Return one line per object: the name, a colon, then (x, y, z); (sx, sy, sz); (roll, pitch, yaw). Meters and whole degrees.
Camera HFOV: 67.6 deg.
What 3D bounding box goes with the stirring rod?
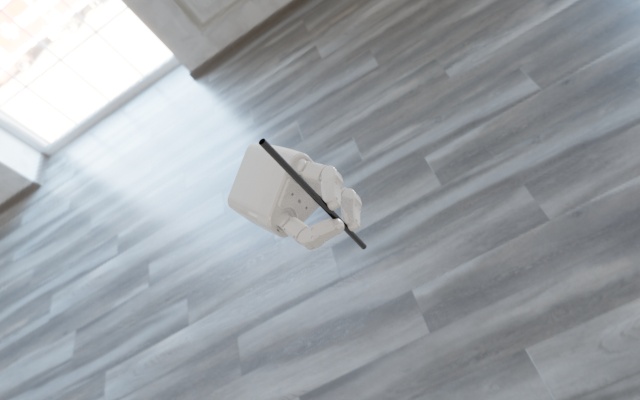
stirring rod: (0.000, 0.002, 0.567); (0.011, 0.011, 0.240); (0, -31, 35)
